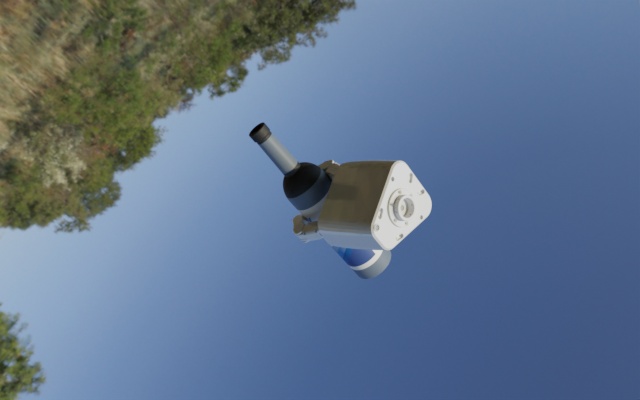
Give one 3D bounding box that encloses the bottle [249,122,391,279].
[{"bbox_3d":[0.000,0.003,0.710,0.069,0.069,0.296,0,-42,53],"label":"bottle"}]
